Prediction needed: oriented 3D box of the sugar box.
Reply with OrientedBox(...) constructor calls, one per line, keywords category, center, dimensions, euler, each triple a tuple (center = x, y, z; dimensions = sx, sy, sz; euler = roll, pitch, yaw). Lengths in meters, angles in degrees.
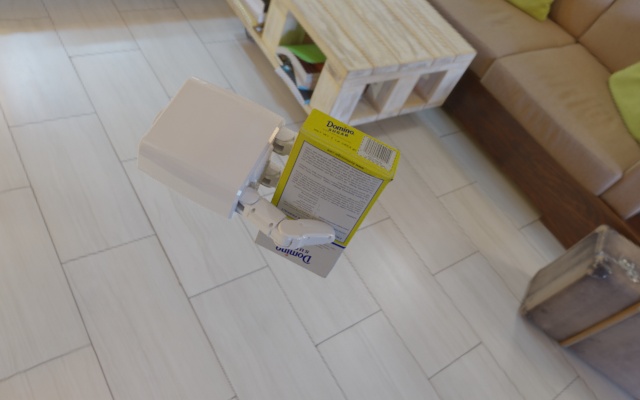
OrientedBox(category="sugar box", center=(0.000, 0.001, 0.485), dimensions=(0.093, 0.048, 0.176), euler=(28, -42, -1))
